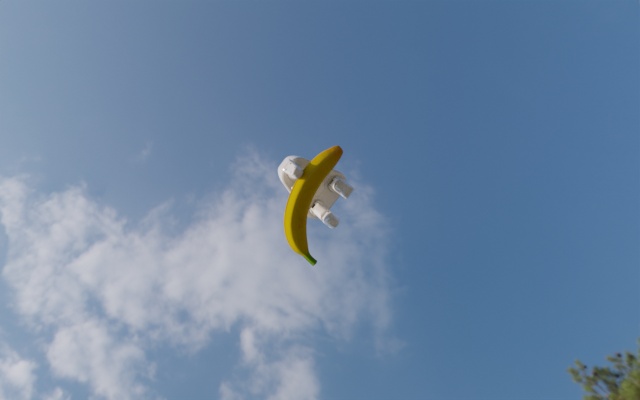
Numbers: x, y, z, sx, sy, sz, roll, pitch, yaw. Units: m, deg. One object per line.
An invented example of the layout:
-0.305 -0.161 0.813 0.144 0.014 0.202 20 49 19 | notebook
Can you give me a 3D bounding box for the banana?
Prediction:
-0.019 0.002 0.773 0.069 0.198 0.037 13 4 -7 | banana
